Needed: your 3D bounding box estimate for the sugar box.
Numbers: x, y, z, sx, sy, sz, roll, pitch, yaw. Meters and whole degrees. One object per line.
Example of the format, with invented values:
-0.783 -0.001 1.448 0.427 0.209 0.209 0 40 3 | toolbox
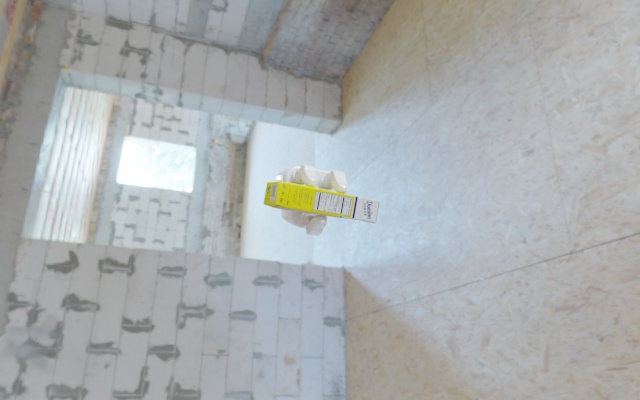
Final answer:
0.000 0.002 0.804 0.176 0.048 0.093 8 0 -18 | sugar box
